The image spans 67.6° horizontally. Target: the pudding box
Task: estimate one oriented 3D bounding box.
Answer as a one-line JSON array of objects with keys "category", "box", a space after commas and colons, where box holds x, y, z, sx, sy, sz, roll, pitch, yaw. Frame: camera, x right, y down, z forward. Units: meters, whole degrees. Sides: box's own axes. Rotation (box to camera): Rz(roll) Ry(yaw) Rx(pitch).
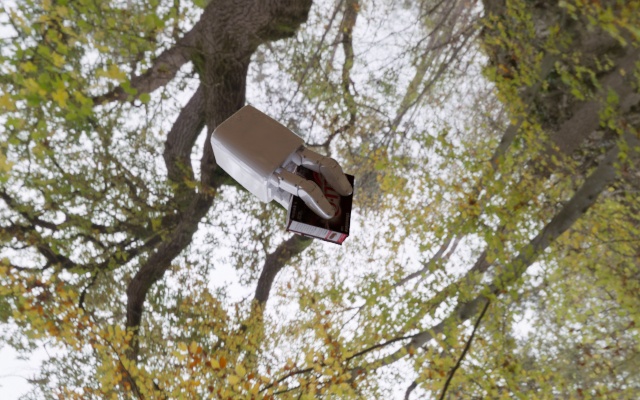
[{"category": "pudding box", "box": [0.000, 0.002, 0.700, 0.090, 0.113, 0.039, 15, -35, -10]}]
